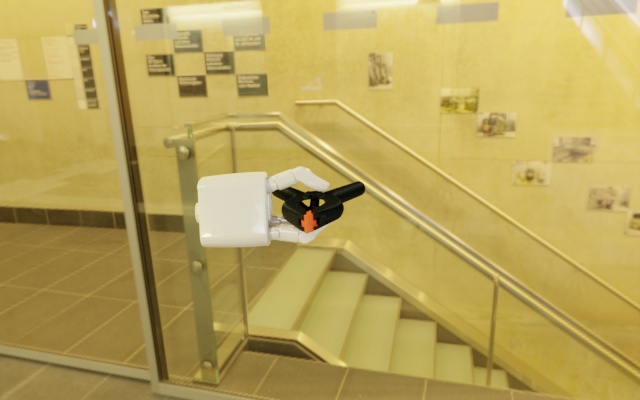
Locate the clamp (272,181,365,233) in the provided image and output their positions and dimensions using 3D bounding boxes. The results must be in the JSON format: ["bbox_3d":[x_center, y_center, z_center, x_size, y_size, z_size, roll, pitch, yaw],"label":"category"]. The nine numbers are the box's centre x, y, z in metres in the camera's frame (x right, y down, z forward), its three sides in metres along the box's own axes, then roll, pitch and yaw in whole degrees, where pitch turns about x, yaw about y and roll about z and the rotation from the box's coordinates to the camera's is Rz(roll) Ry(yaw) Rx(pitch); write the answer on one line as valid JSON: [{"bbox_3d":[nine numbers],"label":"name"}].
[{"bbox_3d":[0.000,0.002,0.759,0.164,0.036,0.210,-4,16,-2],"label":"clamp"}]
